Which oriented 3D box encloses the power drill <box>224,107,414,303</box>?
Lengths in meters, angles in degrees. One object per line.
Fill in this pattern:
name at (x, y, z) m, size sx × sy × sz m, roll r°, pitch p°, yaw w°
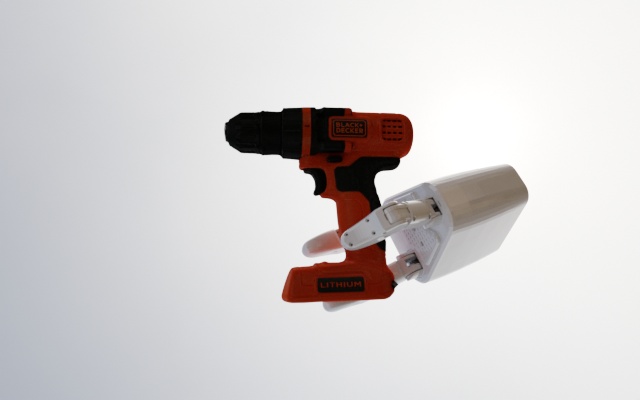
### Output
power drill at (0.000, 0.002, 0.457) m, size 0.184 × 0.187 × 0.057 m, roll 0°, pitch -7°, yaw -4°
